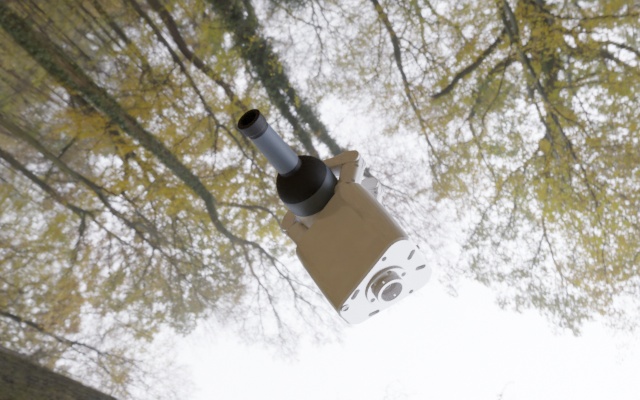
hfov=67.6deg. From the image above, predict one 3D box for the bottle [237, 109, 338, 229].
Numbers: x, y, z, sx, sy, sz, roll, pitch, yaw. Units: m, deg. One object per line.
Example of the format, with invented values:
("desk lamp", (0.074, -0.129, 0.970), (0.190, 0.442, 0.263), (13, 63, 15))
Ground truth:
("bottle", (0.000, 0.002, 0.573), (0.069, 0.069, 0.296), (0, -35, 37))
